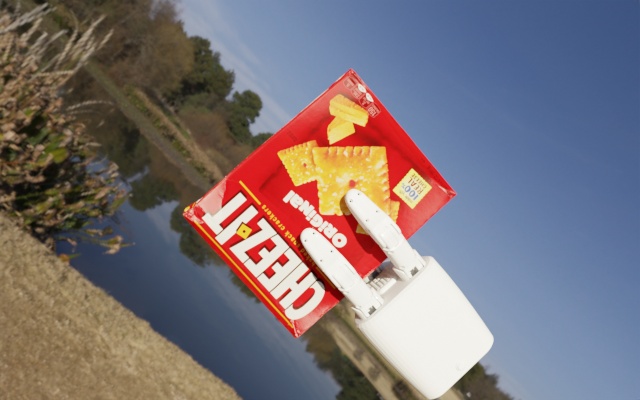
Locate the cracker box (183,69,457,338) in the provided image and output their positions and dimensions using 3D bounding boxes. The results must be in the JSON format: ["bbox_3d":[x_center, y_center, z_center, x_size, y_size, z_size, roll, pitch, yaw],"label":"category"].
[{"bbox_3d":[0.000,0.001,0.477,0.213,0.164,0.072,-41,8,-5],"label":"cracker box"}]
